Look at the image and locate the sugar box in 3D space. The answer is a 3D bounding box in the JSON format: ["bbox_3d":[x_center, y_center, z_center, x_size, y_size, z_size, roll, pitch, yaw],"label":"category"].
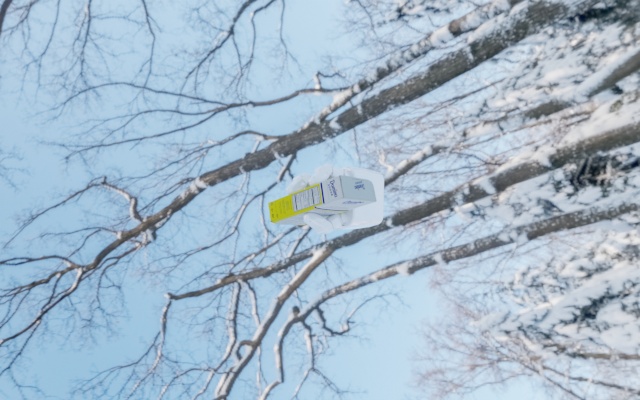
[{"bbox_3d":[0.000,0.002,0.840,0.176,0.048,0.093,-22,-18,38],"label":"sugar box"}]
